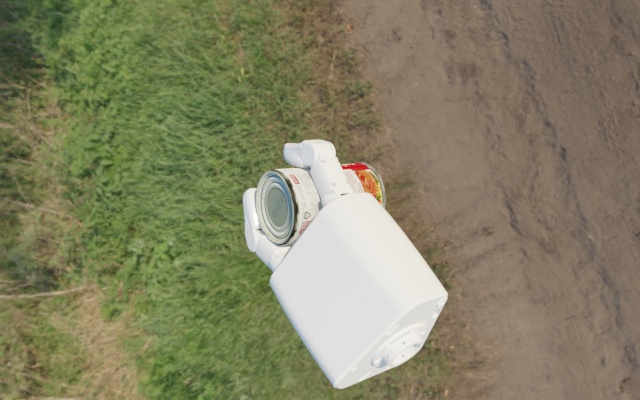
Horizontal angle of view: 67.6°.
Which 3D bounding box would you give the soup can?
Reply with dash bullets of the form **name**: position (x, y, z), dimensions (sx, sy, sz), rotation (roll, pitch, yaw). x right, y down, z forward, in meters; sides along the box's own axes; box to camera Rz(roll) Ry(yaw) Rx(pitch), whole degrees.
- **soup can**: position (0.000, 0.001, 0.443), dimensions (0.102, 0.068, 0.068), rotation (-7, 4, -36)
